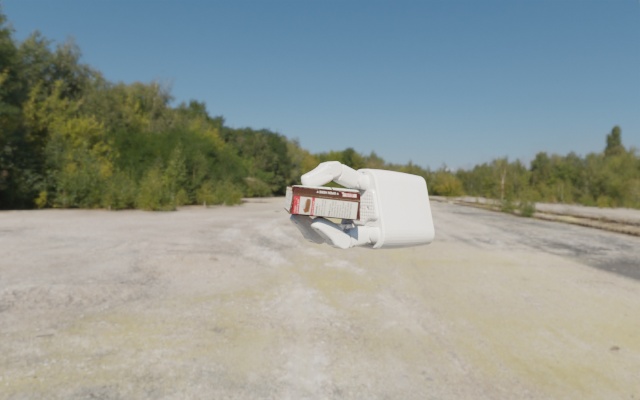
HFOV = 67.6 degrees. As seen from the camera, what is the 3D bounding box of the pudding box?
[{"bbox_3d":[0.000,0.002,0.633,0.090,0.039,0.113,5,-1,-7],"label":"pudding box"}]
